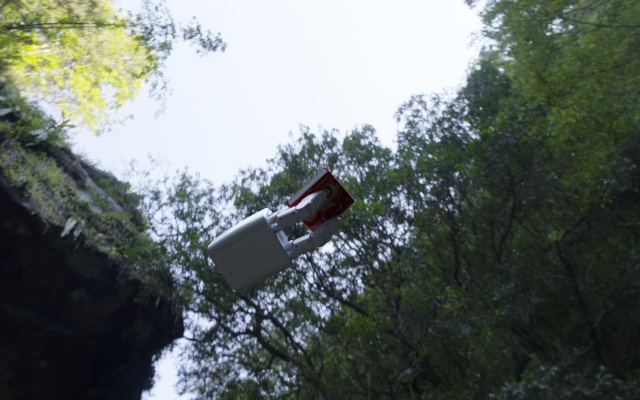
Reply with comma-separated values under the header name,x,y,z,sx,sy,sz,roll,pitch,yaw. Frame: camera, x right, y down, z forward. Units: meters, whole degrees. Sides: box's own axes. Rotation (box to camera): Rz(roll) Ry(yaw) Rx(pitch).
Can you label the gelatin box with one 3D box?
name,x,y,z,sx,sy,sz,roll,pitch,yaw
gelatin box,0.000,0.002,0.782,0.089,0.073,0.030,-42,23,2
